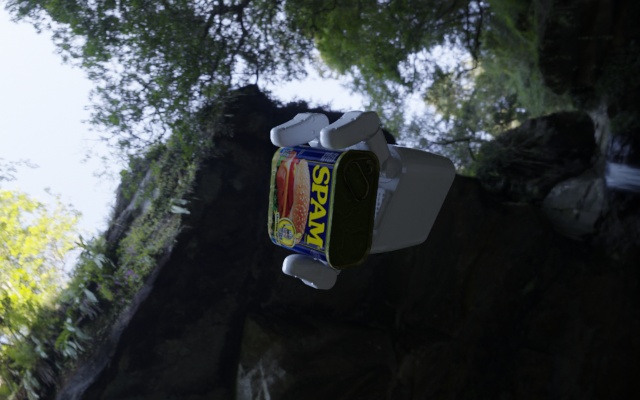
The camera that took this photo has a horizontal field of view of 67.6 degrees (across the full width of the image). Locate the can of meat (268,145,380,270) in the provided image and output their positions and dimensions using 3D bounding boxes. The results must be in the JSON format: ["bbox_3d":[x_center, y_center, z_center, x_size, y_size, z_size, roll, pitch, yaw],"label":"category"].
[{"bbox_3d":[0.000,0.001,0.430,0.084,0.102,0.057,13,11,43],"label":"can of meat"}]
